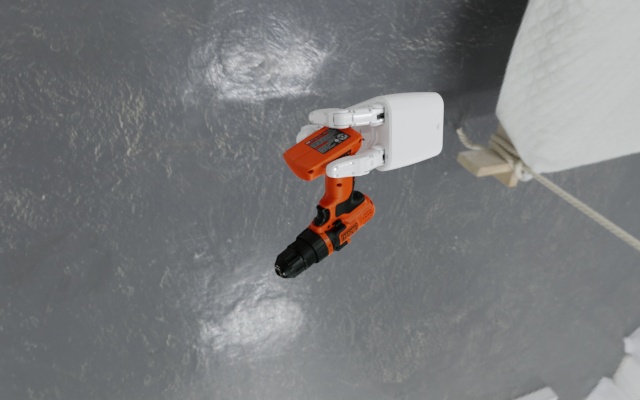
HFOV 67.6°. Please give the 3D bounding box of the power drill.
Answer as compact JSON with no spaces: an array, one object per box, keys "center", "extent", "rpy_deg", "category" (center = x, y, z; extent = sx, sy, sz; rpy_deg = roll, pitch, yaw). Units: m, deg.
[{"center":[0.000,0.002,0.651],"extent":[0.057,0.188,0.184],"rpy_deg":[32,56,32],"category":"power drill"}]
